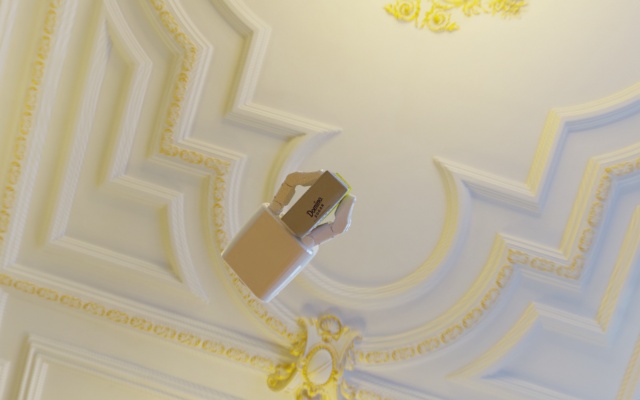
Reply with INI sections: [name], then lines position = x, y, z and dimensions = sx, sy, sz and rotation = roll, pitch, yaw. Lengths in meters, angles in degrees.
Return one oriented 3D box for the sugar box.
[sugar box]
position = 0.000, 0.003, 0.709
dimensions = 0.048, 0.093, 0.176
rotation = 44, 6, 0
